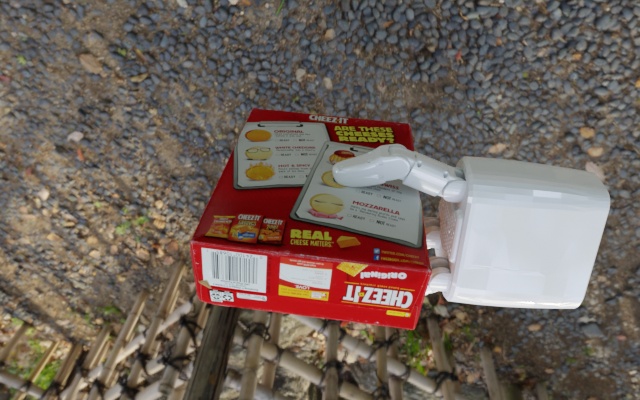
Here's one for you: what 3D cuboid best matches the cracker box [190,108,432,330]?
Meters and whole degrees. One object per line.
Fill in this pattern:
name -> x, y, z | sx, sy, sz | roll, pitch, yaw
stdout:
cracker box -> 0.000, 0.001, 0.416 | 0.164, 0.072, 0.213 | 6, 36, 1
